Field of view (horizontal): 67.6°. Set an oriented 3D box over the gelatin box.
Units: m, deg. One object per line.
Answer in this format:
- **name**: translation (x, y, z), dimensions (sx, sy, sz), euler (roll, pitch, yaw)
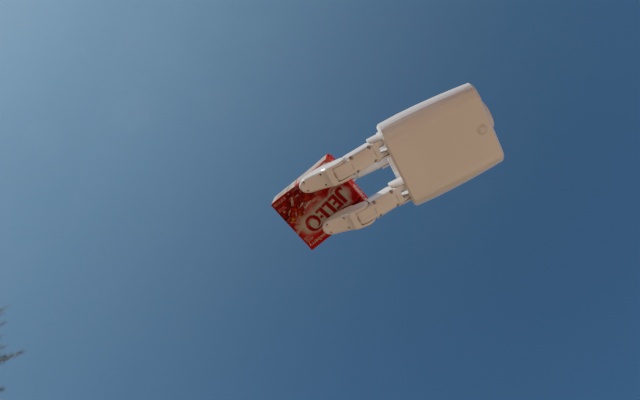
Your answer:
- **gelatin box**: translation (0.000, 0.002, 0.549), dimensions (0.089, 0.073, 0.030), euler (-38, 12, 17)
